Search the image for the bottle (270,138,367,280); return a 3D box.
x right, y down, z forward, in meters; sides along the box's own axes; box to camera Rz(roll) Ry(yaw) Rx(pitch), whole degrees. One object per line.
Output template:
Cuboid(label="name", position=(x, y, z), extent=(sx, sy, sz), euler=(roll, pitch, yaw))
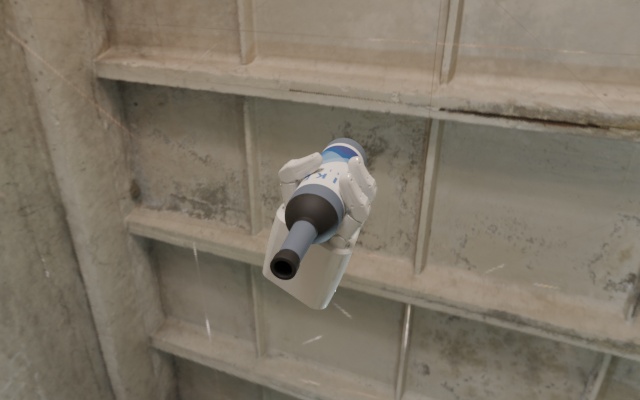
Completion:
Cuboid(label="bottle", position=(0.000, 0.002, 0.589), extent=(0.069, 0.069, 0.295), euler=(0, 26, 16))
